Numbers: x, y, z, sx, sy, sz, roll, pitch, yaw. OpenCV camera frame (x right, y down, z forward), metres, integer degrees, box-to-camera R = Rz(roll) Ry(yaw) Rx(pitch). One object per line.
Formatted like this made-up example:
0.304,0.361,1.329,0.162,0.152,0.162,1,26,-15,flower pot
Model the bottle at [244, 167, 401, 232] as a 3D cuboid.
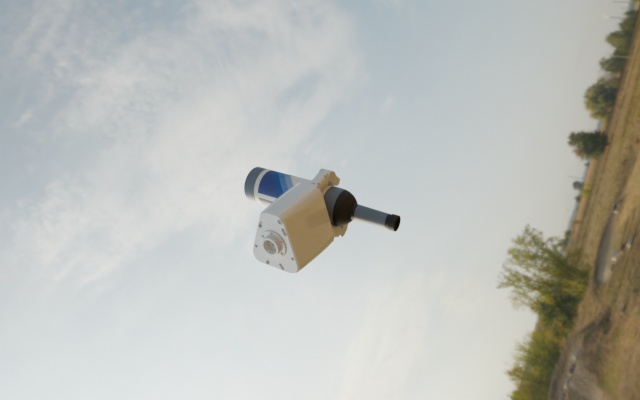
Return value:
0.000,0.003,0.846,0.295,0.069,0.069,16,7,28,bottle
